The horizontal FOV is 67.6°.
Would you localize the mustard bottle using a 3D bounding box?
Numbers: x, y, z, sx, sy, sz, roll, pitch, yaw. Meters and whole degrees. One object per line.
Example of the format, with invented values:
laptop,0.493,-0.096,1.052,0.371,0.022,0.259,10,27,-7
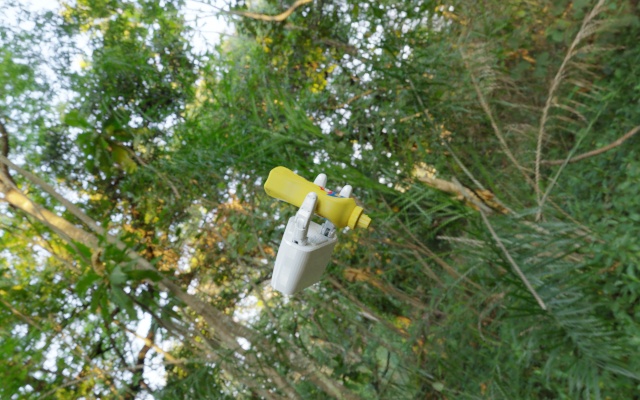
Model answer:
mustard bottle,0.000,0.002,0.849,0.191,0.058,0.096,25,1,13
